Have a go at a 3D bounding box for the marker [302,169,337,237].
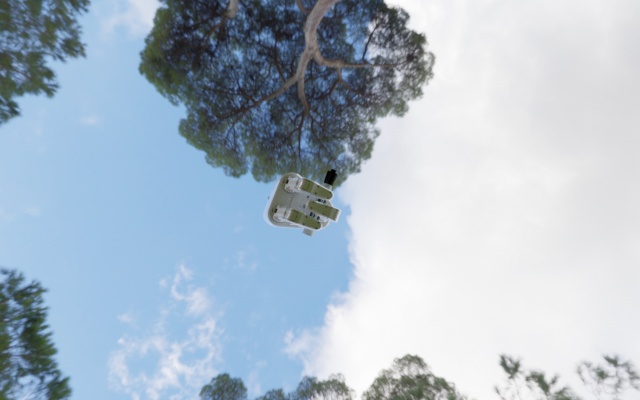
[{"bbox_3d":[0.000,0.003,0.810,0.020,0.121,0.020,22,-8,3],"label":"marker"}]
